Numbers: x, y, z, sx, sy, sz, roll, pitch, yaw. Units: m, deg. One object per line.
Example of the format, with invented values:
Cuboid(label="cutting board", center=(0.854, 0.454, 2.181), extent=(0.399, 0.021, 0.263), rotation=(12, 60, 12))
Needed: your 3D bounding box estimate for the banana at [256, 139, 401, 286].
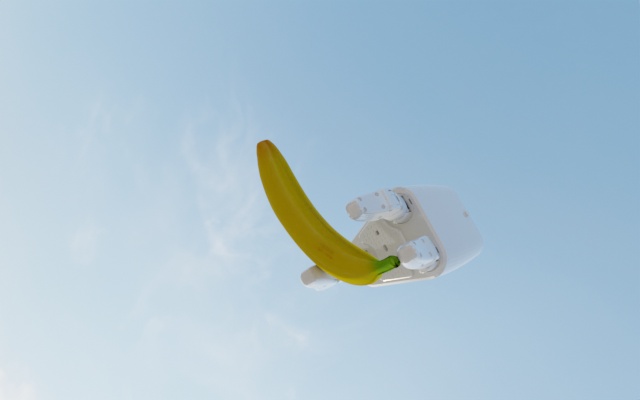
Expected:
Cuboid(label="banana", center=(-0.005, 0.019, 0.453), extent=(0.037, 0.070, 0.197), rotation=(-9, 41, -48))
